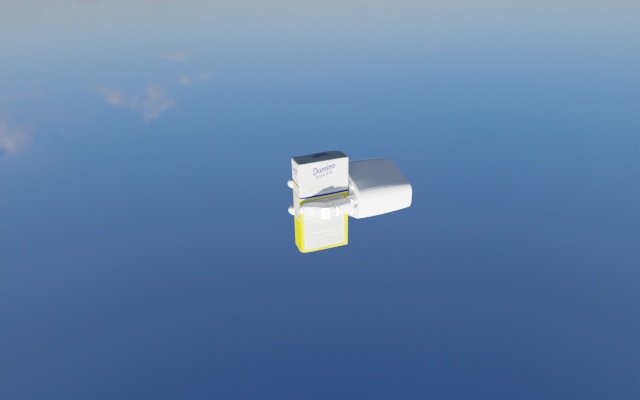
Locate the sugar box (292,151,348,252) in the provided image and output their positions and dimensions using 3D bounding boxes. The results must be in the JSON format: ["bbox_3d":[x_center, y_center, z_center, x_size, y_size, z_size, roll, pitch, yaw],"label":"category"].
[{"bbox_3d":[0.000,0.003,0.853,0.093,0.176,0.048,-10,27,-18],"label":"sugar box"}]
